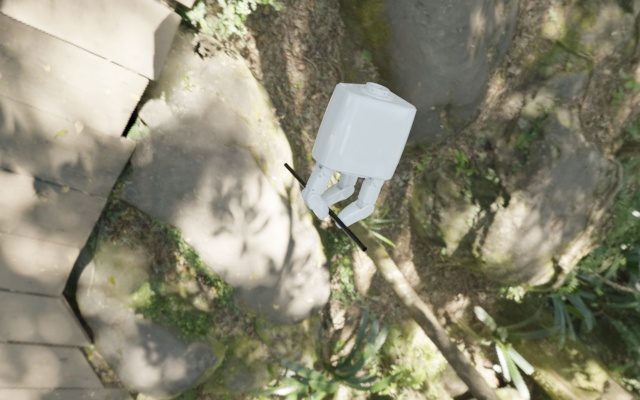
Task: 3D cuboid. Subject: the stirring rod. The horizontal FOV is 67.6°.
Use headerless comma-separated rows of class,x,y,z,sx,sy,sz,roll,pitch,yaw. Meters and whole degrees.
stirring rod,0.000,0.002,0.720,0.011,0.011,0.239,0,32,-35
